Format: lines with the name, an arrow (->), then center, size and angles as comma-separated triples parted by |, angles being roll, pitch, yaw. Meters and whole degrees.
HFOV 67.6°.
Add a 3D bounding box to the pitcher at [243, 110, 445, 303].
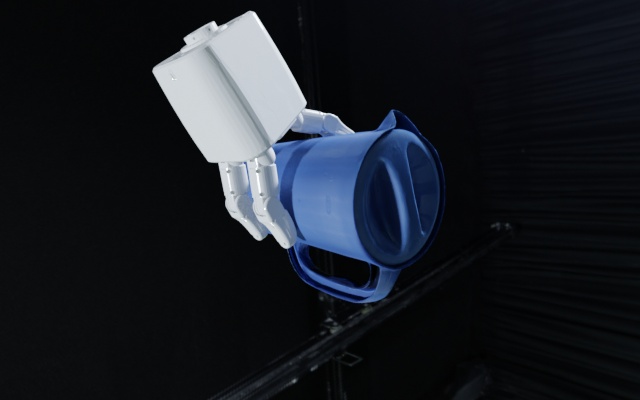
pitcher -> 0.000, 0.002, 0.526 | 0.243, 0.145, 0.149 | 5, 45, 49
